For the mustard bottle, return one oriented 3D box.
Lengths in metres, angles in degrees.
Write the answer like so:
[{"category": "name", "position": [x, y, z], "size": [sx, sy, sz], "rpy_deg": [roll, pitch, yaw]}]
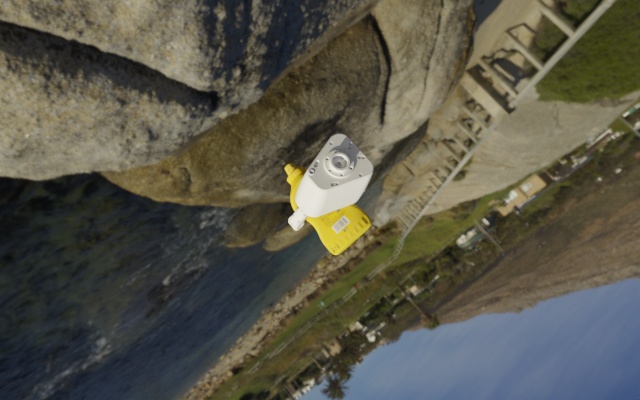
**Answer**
[{"category": "mustard bottle", "position": [0.000, 0.003, 0.898], "size": [0.096, 0.191, 0.058], "rpy_deg": [-42, -10, 1]}]
